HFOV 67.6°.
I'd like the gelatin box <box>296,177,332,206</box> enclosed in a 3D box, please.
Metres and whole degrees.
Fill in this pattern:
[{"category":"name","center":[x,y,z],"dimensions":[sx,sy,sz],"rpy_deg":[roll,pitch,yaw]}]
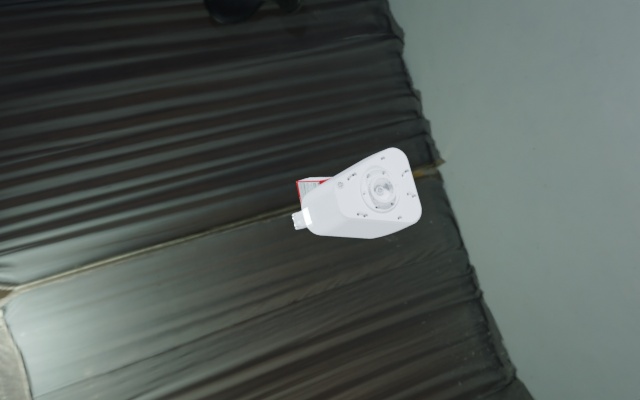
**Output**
[{"category":"gelatin box","center":[0.000,0.002,0.723],"dimensions":[0.030,0.073,0.089],"rpy_deg":[-16,8,-26]}]
